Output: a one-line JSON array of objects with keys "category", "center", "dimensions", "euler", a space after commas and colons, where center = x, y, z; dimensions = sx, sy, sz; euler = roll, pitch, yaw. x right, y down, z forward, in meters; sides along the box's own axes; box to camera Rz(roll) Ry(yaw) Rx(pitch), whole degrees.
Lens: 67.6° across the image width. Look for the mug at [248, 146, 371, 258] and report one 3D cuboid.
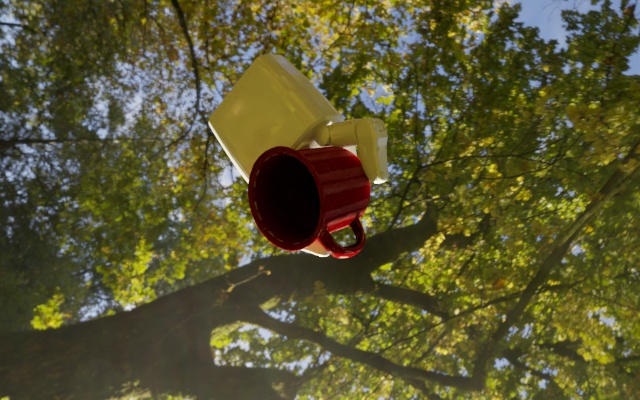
[{"category": "mug", "center": [0.001, 0.002, 0.443], "dimensions": [0.081, 0.117, 0.093], "euler": [-15, -29, -49]}]
